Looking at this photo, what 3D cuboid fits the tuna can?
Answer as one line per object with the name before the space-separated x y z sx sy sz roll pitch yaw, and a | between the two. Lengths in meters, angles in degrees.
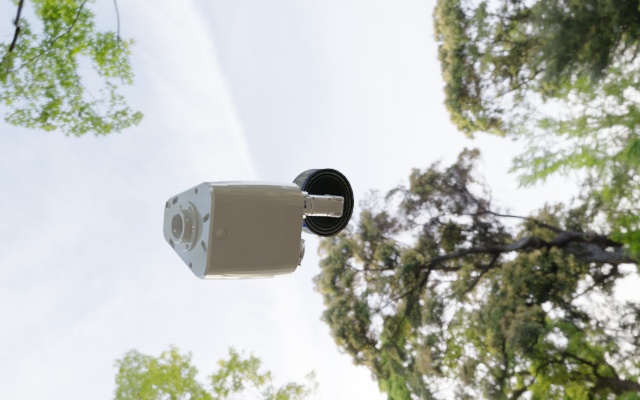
tuna can | 0.000 0.002 0.600 0.086 0.086 0.034 0 3 -39
